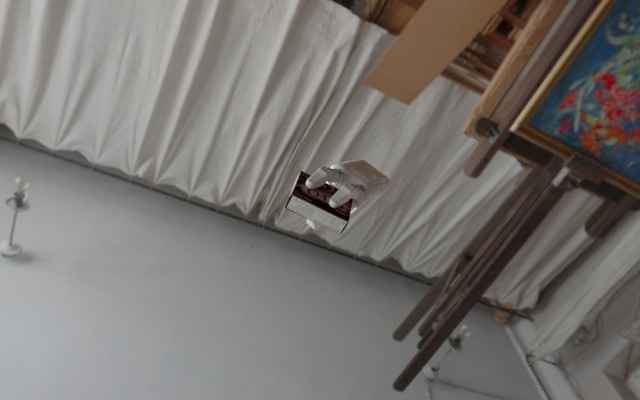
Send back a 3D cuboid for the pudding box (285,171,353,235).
[{"bbox_3d":[0.000,0.003,0.857,0.113,0.039,0.090,24,30,-5],"label":"pudding box"}]
